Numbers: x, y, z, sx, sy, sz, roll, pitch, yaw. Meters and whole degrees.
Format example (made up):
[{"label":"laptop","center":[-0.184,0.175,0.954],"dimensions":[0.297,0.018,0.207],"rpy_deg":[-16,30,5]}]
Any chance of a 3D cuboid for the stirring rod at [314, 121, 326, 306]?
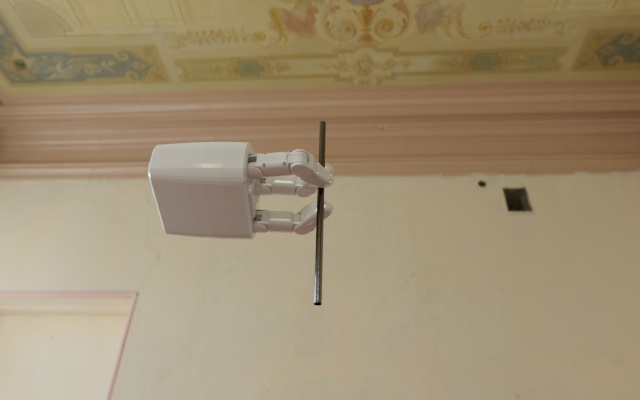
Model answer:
[{"label":"stirring rod","center":[0.000,0.002,0.532],"dimensions":[0.011,0.239,0.011],"rpy_deg":[1,-35,1]}]
